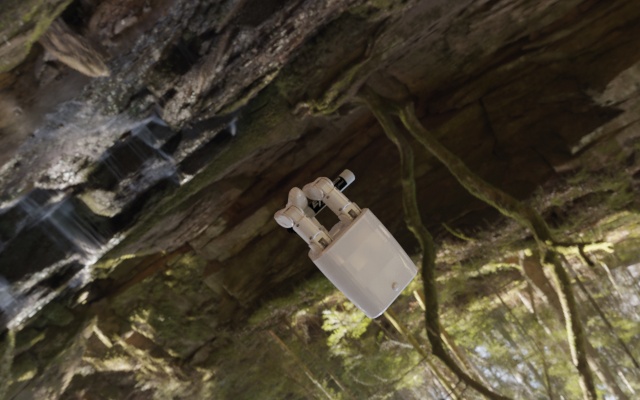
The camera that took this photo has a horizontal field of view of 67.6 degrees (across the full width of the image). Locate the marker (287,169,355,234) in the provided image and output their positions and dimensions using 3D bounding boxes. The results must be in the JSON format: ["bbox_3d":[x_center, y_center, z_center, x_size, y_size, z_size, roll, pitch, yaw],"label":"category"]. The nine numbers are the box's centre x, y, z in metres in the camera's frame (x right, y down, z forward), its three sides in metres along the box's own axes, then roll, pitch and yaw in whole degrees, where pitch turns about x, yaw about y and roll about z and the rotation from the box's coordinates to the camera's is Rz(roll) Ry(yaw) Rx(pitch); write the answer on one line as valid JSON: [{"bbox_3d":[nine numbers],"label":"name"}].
[{"bbox_3d":[0.000,0.002,0.645,0.121,0.020,0.020,-43,18,-21],"label":"marker"}]
